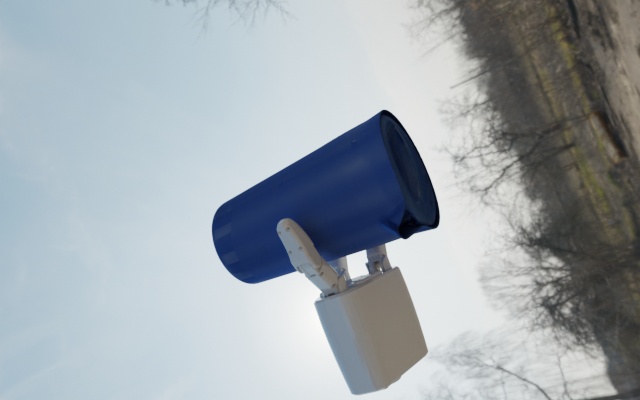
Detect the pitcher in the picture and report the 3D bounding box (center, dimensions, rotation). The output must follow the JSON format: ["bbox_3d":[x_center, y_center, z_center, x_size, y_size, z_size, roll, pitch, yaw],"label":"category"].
[{"bbox_3d":[0.000,0.002,0.544,0.243,0.145,0.149,-24,-4,25],"label":"pitcher"}]
